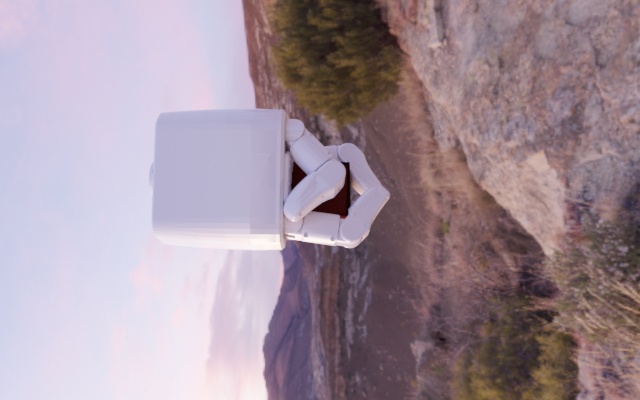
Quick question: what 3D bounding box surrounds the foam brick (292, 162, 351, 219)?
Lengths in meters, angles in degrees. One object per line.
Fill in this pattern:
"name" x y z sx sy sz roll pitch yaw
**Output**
"foam brick" 0.000 0.002 0.449 0.051 0.053 0.078 1 -21 0
